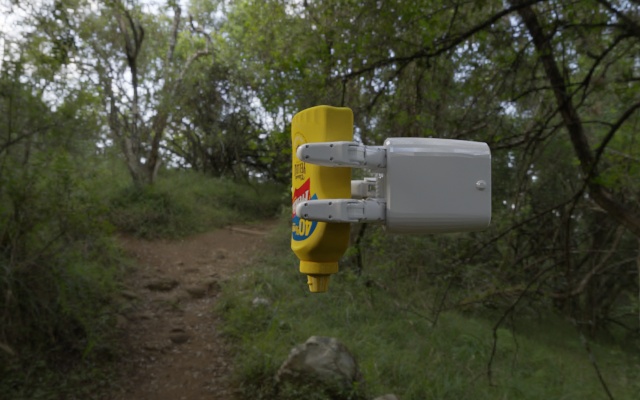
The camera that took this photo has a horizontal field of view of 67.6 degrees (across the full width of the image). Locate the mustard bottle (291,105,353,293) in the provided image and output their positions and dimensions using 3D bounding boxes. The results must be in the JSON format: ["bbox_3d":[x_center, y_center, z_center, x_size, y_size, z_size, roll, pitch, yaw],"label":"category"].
[{"bbox_3d":[0.000,0.001,0.513,0.058,0.191,0.096,1,-2,-24],"label":"mustard bottle"}]
